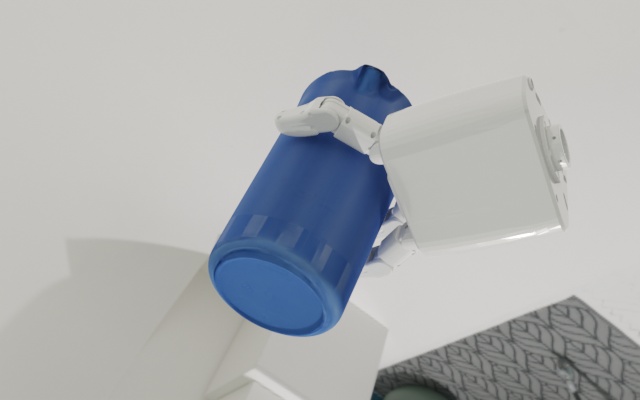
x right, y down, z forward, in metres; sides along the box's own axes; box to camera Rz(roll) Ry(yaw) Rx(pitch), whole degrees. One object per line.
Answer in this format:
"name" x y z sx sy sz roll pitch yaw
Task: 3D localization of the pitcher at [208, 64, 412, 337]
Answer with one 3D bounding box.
"pitcher" 0.000 0.001 0.438 0.145 0.149 0.242 -13 33 34
